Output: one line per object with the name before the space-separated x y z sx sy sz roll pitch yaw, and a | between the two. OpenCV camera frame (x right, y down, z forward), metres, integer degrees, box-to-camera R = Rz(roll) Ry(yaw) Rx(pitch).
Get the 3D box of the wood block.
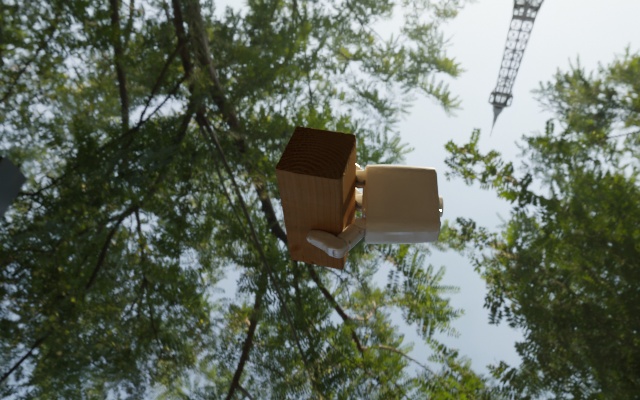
wood block | 0.000 0.003 0.708 0.090 0.090 0.206 10 -40 13
